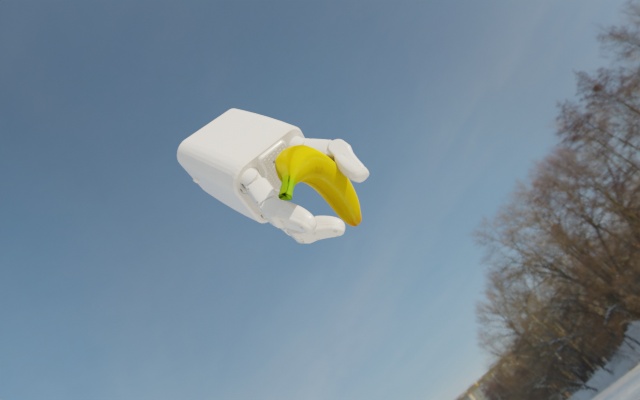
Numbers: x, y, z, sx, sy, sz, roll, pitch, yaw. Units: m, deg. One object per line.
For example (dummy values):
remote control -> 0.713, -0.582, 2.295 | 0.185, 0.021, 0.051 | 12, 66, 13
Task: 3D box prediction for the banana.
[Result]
banana -> -0.001, -0.017, 0.512 | 0.037, 0.069, 0.198 | -3, -11, 25
